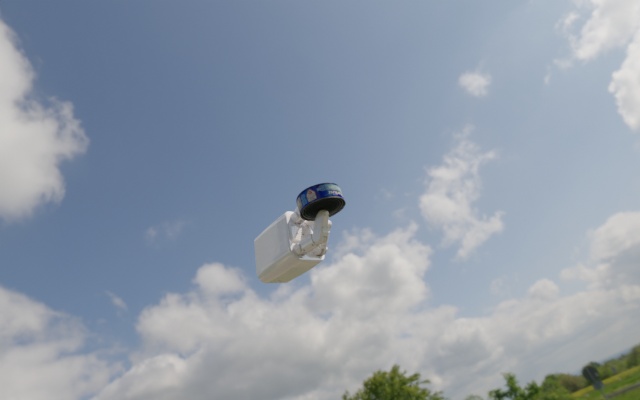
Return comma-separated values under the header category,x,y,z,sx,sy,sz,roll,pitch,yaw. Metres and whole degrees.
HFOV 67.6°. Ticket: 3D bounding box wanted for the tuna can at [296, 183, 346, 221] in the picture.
category,x,y,z,sx,sy,sz,roll,pitch,yaw
tuna can,0.000,0.002,0.867,0.086,0.033,0.086,-15,-25,-7
